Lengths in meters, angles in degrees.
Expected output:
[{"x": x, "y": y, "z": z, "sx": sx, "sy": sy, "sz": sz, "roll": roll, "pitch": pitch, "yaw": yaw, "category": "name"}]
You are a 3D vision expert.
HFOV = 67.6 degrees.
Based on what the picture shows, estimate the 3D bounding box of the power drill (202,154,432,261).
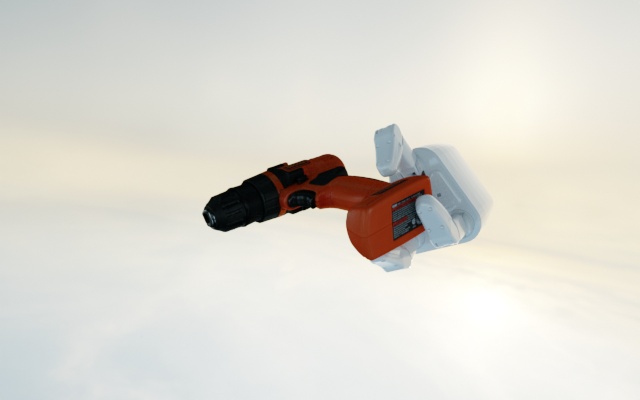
[{"x": 0.001, "y": 0.002, "z": 0.478, "sx": 0.184, "sy": 0.057, "sz": 0.187, "roll": -25, "pitch": 29, "yaw": -37, "category": "power drill"}]
